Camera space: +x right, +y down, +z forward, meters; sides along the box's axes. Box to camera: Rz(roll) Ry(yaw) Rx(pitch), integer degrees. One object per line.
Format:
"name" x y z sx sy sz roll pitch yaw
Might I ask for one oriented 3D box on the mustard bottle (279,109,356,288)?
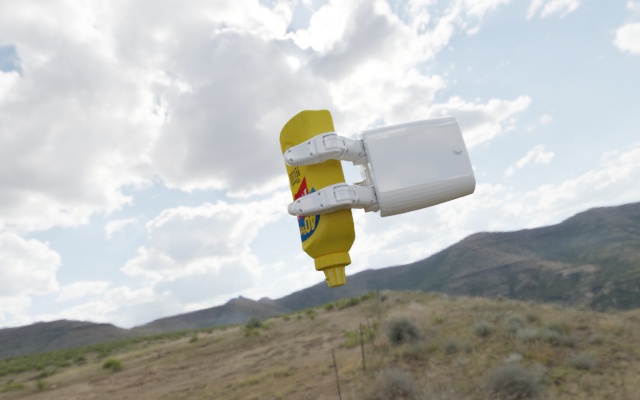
"mustard bottle" 0.000 0.002 0.540 0.058 0.191 0.096 -6 -15 -24
